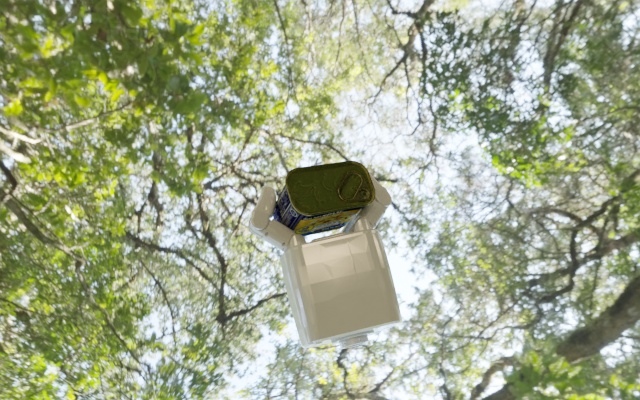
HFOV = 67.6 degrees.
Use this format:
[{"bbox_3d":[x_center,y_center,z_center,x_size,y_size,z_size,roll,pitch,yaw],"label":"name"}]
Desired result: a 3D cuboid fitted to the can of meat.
[{"bbox_3d":[0.000,0.002,0.557,0.102,0.057,0.084,-10,-21,-23],"label":"can of meat"}]
